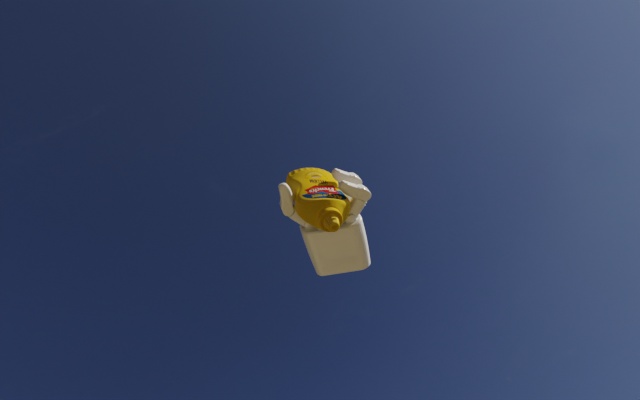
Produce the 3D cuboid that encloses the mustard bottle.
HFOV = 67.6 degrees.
[{"bbox_3d":[0.000,0.002,0.840,0.096,0.058,0.191,3,25,-16],"label":"mustard bottle"}]
